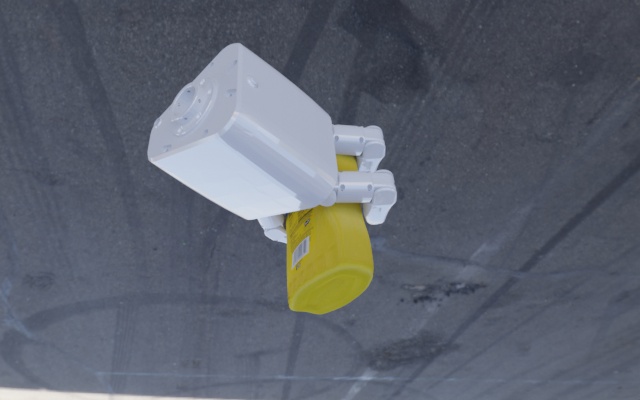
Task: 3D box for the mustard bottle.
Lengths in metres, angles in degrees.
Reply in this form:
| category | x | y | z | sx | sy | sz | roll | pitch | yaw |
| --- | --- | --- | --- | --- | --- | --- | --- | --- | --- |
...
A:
| category | x | y | z | sx | sy | sz | roll | pitch | yaw |
| --- | --- | --- | --- | --- | --- | --- | --- | --- | --- |
| mustard bottle | 0.000 | 0.002 | 0.452 | 0.058 | 0.191 | 0.096 | 13 | -40 | -24 |
